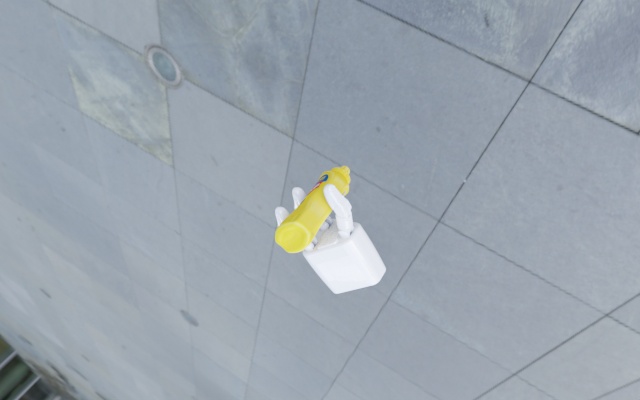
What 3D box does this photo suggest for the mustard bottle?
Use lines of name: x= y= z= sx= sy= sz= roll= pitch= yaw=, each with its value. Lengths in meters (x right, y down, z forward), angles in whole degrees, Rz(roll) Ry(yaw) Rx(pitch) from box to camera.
mustard bottle: x=0.000 y=0.003 z=0.830 sx=0.191 sy=0.058 sz=0.096 roll=-51 pitch=3 yaw=-36
